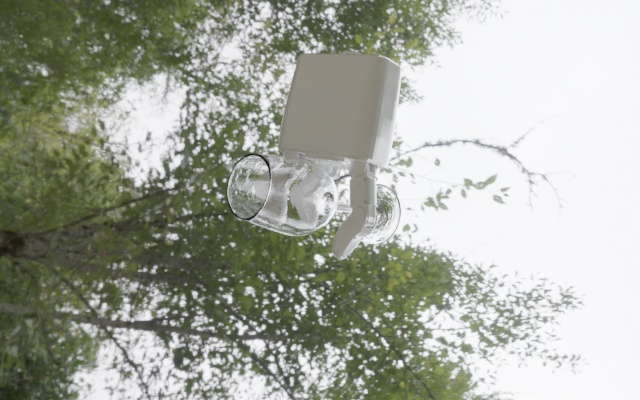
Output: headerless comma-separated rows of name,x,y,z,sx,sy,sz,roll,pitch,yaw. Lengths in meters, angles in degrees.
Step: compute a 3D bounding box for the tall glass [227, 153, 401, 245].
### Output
tall glass,0.001,0.002,0.503,0.079,0.079,0.201,0,-8,42
